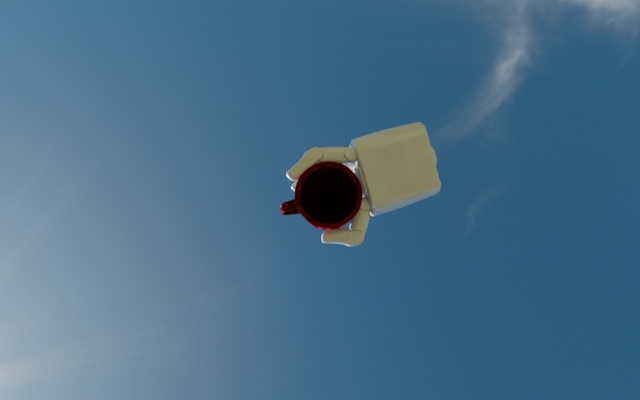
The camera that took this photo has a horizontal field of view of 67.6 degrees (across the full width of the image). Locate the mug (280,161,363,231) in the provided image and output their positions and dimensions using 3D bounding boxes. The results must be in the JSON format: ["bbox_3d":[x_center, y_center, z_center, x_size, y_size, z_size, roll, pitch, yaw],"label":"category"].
[{"bbox_3d":[-0.001,0.003,0.687,0.117,0.093,0.081,-16,-11,-2],"label":"mug"}]
